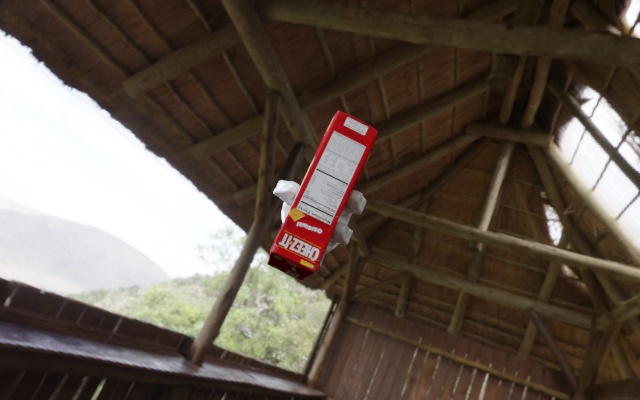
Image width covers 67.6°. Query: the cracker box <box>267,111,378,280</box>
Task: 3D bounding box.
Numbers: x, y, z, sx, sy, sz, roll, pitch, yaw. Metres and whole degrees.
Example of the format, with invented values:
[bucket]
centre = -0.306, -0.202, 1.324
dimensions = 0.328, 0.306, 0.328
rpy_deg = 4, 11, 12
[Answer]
[cracker box]
centre = 0.000, 0.002, 0.690
dimensions = 0.072, 0.213, 0.164
rpy_deg = 25, -15, -1
